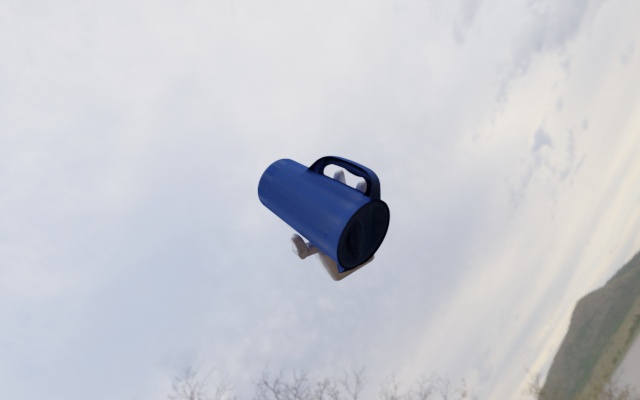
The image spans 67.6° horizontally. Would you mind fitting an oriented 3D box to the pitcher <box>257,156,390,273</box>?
[{"bbox_3d":[0.000,0.003,0.868,0.242,0.149,0.145,31,-22,37],"label":"pitcher"}]
